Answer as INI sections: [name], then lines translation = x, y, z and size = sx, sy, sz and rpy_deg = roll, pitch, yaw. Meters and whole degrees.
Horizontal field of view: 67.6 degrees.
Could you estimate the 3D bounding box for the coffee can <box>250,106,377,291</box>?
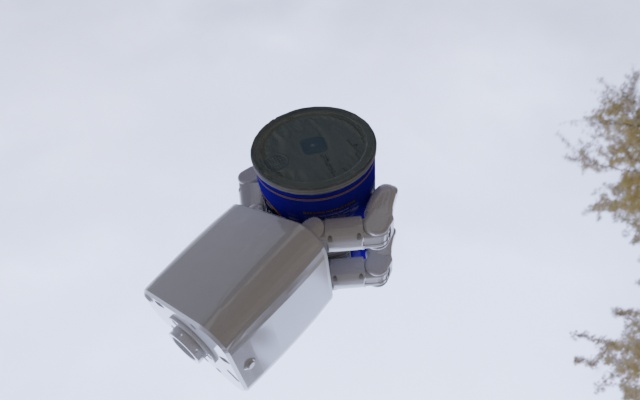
[coffee can]
translation = 0.000, 0.001, 0.436
size = 0.103, 0.102, 0.140
rpy_deg = 0, -43, 7
